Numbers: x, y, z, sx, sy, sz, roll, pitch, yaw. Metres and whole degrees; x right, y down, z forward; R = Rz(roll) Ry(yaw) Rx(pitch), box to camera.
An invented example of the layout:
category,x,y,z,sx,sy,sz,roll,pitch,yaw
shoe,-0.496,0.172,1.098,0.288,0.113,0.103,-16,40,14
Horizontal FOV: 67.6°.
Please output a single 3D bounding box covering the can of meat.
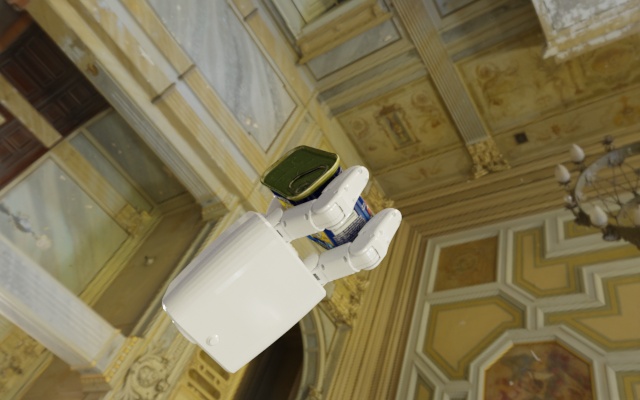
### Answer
category,x,y,z,sx,sy,sz,roll,pitch,yaw
can of meat,0.000,0.002,0.449,0.057,0.084,0.102,-42,26,-12
